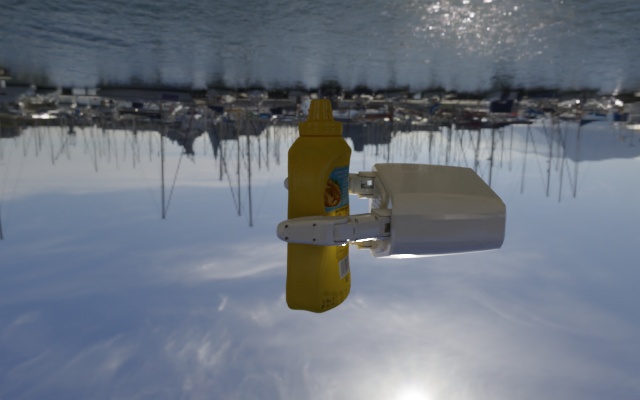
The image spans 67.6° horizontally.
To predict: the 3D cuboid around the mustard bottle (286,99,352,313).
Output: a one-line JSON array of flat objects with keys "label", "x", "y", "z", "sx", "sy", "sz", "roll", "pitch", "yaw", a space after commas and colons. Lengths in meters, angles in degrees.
[{"label": "mustard bottle", "x": 0.000, "y": 0.002, "z": 0.455, "sx": 0.058, "sy": 0.191, "sz": 0.096, "roll": 4, "pitch": 10, "yaw": 20}]
